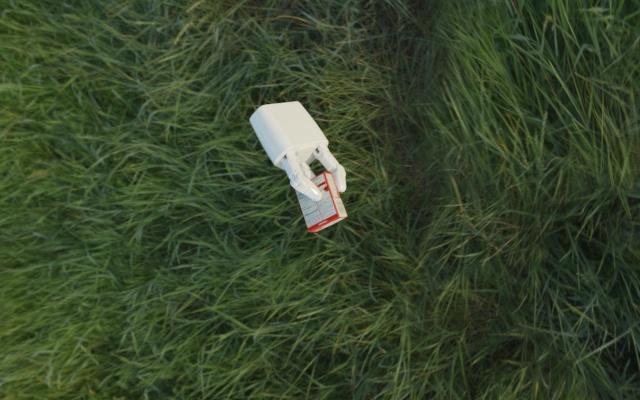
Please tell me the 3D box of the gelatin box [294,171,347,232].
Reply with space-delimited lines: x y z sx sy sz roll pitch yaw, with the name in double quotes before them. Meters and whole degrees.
"gelatin box" 0.000 0.003 0.855 0.073 0.089 0.030 -28 -17 32
